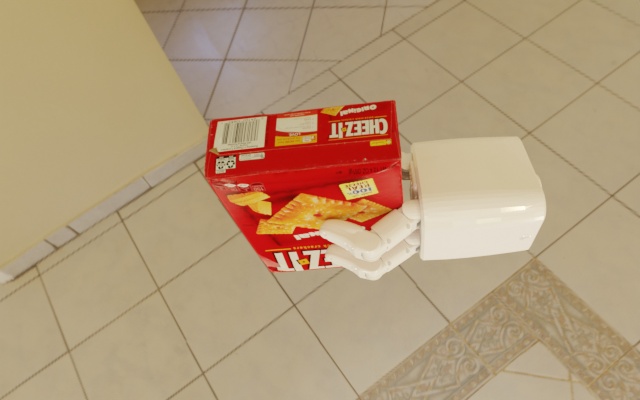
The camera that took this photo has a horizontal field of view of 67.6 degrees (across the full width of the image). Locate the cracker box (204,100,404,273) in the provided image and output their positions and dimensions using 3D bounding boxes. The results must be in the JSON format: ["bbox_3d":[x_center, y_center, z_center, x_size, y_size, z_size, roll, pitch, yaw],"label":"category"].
[{"bbox_3d":[0.000,0.001,0.480,0.164,0.072,0.214,-5,-31,8],"label":"cracker box"}]
